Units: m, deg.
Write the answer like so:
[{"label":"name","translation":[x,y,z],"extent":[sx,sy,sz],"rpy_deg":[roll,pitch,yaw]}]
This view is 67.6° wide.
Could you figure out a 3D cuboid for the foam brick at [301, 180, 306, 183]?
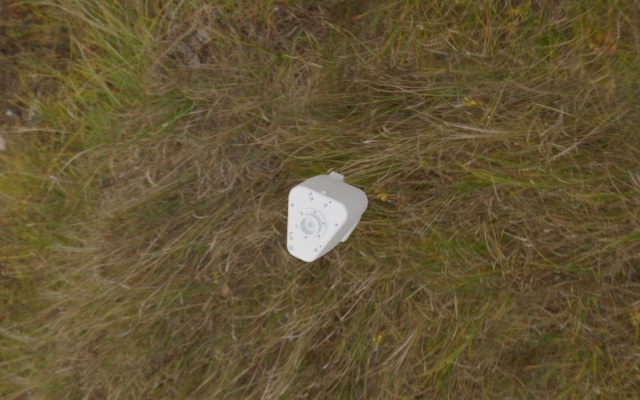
[{"label":"foam brick","translation":[0.000,0.003,0.810],"extent":[0.078,0.053,0.051],"rpy_deg":[24,17,14]}]
